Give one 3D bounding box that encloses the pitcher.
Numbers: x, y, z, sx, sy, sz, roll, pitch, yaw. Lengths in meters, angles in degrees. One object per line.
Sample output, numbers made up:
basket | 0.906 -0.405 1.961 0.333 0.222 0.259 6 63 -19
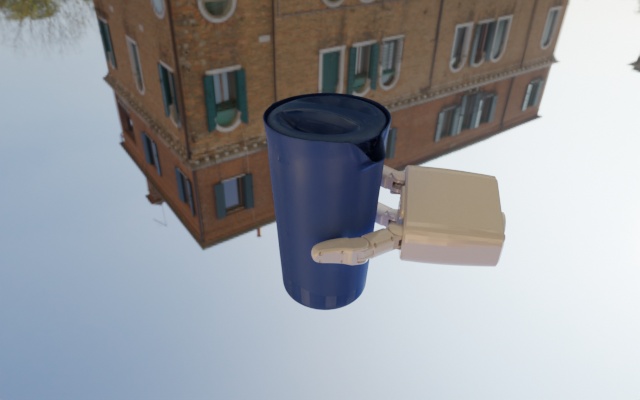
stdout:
pitcher | 0.000 0.002 0.564 0.145 0.243 0.149 4 33 5
